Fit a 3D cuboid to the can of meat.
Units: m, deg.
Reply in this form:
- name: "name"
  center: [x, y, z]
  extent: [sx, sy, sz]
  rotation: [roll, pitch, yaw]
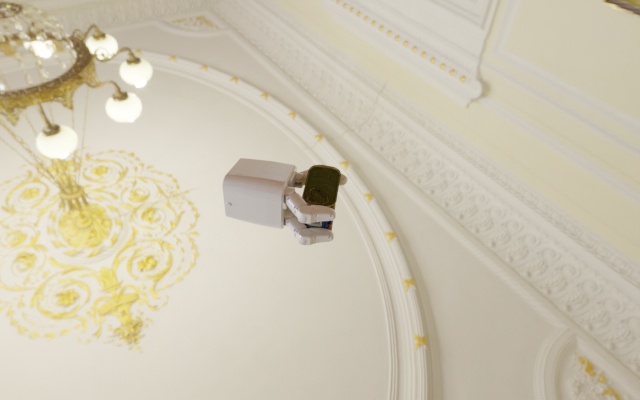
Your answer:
- name: "can of meat"
  center: [0.000, 0.003, 0.830]
  extent: [0.057, 0.084, 0.102]
  rotation: [8, 44, 3]
